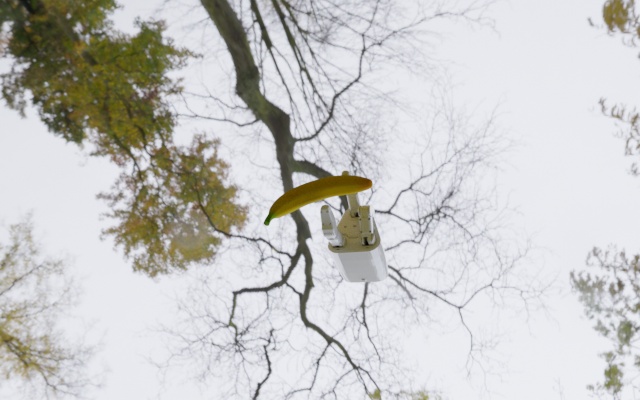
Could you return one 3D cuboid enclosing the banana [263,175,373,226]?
[{"bbox_3d":[-0.008,-0.008,0.835,0.198,0.037,0.069,-22,42,-1],"label":"banana"}]
